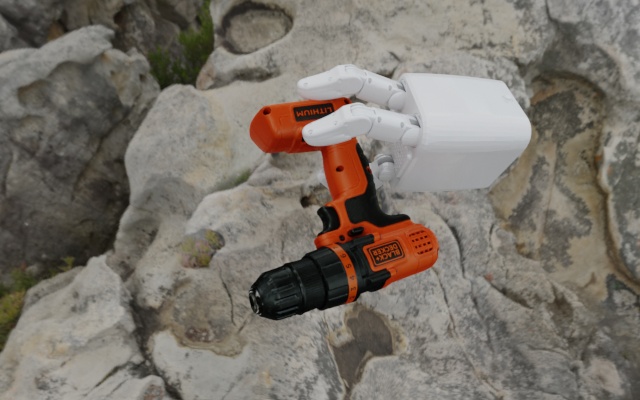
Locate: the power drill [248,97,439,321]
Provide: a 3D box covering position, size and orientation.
[{"bbox_3d":[0.000,0.001,0.434,0.184,0.187,0.057,-13,-18,-30],"label":"power drill"}]
